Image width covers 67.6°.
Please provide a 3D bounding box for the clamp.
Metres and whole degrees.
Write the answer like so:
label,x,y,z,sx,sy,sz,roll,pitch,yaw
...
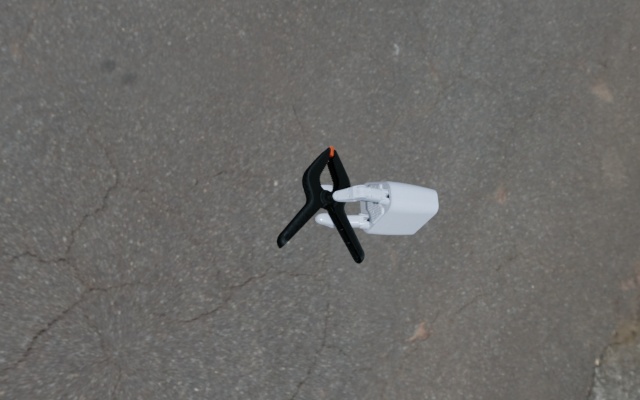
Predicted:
label,x,y,z,sx,sy,sz,roll,pitch,yaw
clamp,0.001,0.002,0.837,0.164,0.210,0.036,7,-19,-28
